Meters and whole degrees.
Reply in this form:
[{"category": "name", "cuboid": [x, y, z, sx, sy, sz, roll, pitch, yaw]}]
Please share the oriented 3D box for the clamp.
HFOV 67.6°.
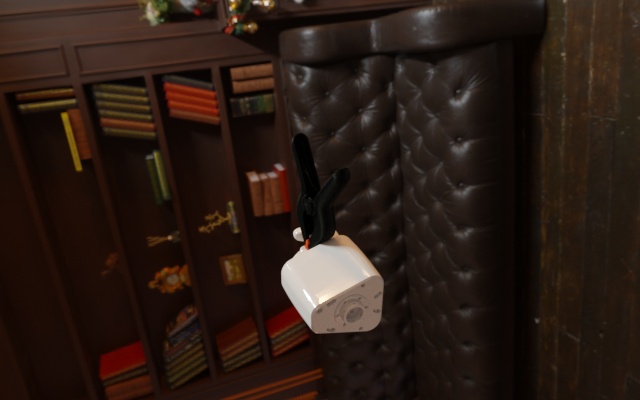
[{"category": "clamp", "cuboid": [0.000, 0.002, 0.661, 0.039, 0.172, 0.120, -17, 31, -22]}]
